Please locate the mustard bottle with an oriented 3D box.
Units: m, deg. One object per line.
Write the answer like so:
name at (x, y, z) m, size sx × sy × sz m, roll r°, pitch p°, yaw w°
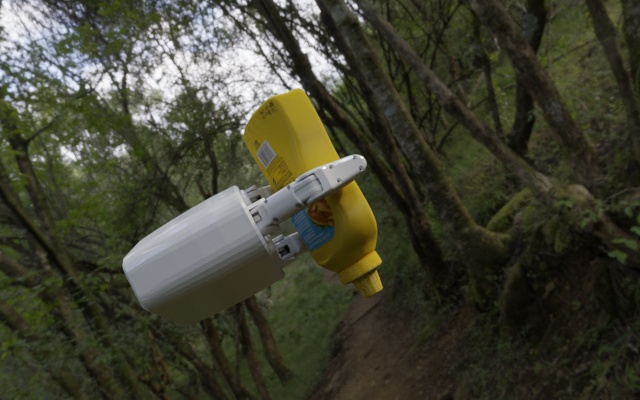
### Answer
mustard bottle at (0.000, 0.001, 0.436) m, size 0.058 × 0.191 × 0.096 m, roll -26°, pitch -7°, yaw -30°
